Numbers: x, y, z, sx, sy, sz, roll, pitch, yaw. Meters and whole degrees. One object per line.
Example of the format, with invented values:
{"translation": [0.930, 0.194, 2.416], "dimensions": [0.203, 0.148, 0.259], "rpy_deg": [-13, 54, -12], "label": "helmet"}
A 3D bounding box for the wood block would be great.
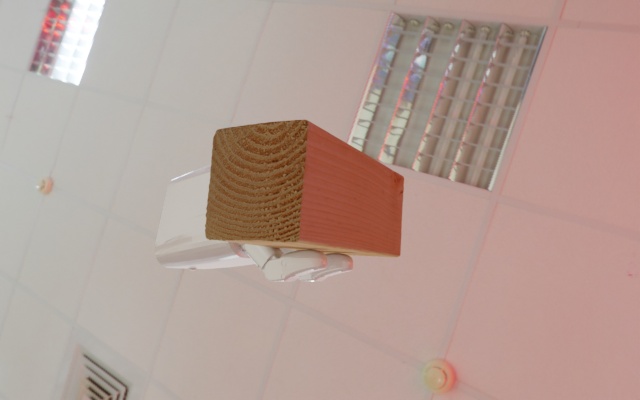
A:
{"translation": [0.000, 0.001, 0.443], "dimensions": [0.090, 0.091, 0.206], "rpy_deg": [-1, -9, 29], "label": "wood block"}
